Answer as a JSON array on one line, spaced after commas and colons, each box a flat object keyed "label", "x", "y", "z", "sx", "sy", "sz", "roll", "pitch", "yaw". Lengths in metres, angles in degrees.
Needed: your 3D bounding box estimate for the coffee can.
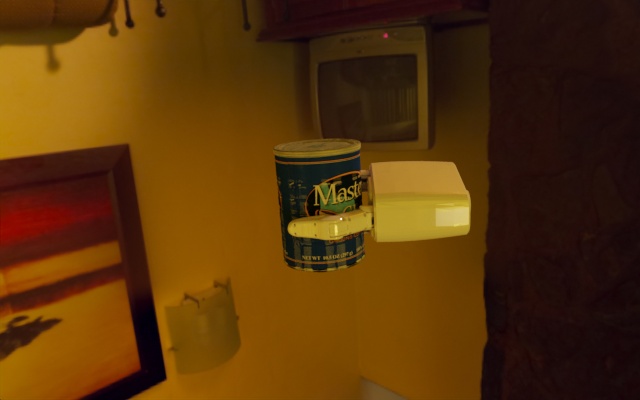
[{"label": "coffee can", "x": 0.000, "y": 0.002, "z": 0.575, "sx": 0.103, "sy": 0.140, "sz": 0.102, "roll": -4, "pitch": 14, "yaw": 1}]
